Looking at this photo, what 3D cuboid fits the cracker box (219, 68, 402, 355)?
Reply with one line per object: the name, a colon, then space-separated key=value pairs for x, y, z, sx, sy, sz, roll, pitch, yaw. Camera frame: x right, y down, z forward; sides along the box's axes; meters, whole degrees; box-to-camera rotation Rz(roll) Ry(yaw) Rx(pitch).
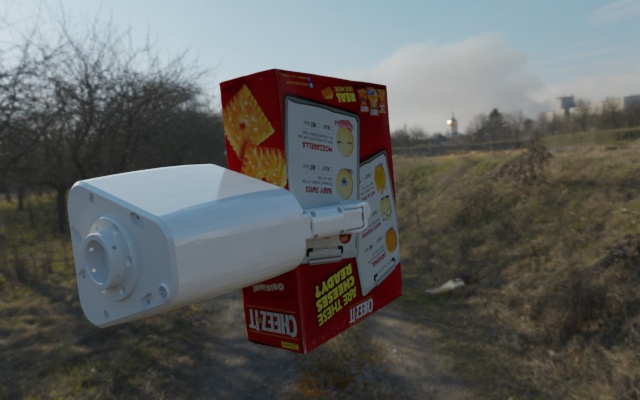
cracker box: x=0.000 y=0.001 z=0.429 sx=0.072 sy=0.214 sz=0.164 roll=-1 pitch=6 yaw=37
